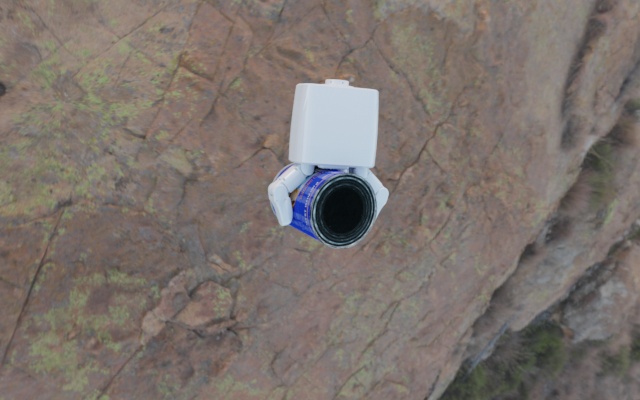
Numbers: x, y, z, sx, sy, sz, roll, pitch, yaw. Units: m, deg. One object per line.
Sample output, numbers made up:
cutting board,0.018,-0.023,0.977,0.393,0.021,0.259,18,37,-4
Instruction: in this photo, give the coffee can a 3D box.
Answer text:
coffee can,0.000,0.002,0.686,0.103,0.103,0.140,0,10,-28
